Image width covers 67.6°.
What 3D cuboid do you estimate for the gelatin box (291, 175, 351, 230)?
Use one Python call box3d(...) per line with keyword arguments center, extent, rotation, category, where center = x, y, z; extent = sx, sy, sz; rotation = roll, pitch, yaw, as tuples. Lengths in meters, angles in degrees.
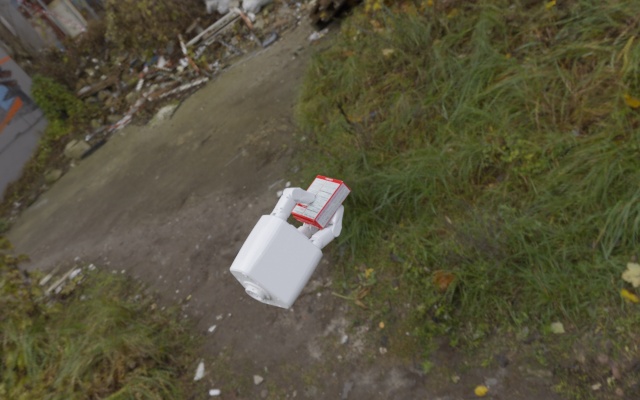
box3d(center=(0.000, 0.002, 0.830), extent=(0.030, 0.089, 0.073), rotation=(45, -16, -34), category="gelatin box")
